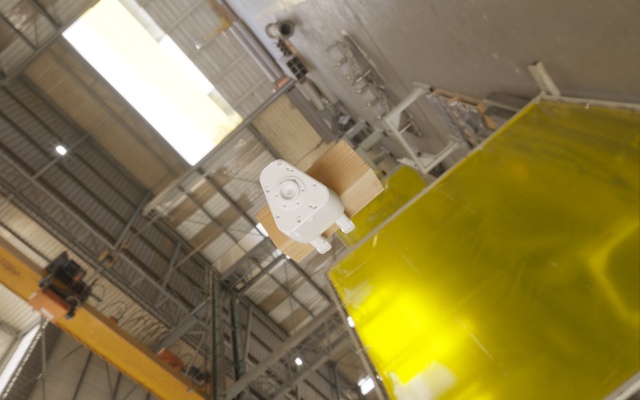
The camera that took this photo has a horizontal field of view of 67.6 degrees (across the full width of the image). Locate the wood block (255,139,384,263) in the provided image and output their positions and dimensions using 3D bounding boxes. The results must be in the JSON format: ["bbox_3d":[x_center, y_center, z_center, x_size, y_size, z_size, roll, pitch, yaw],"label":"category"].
[{"bbox_3d":[0.000,0.003,0.852,0.206,0.090,0.090,-41,-30,2],"label":"wood block"}]
